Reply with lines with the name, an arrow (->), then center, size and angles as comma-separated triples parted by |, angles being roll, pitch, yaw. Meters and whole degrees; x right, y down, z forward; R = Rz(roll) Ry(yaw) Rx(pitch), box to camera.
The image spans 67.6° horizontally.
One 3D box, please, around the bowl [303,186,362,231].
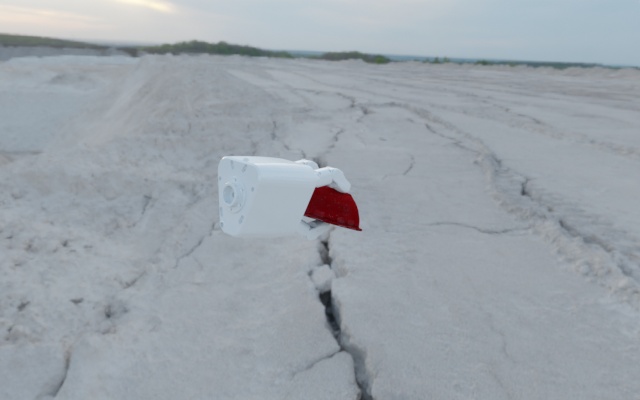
bowl -> 0.001, 0.002, 0.799 | 0.162, 0.055, 0.162 | 17, 0, 0
